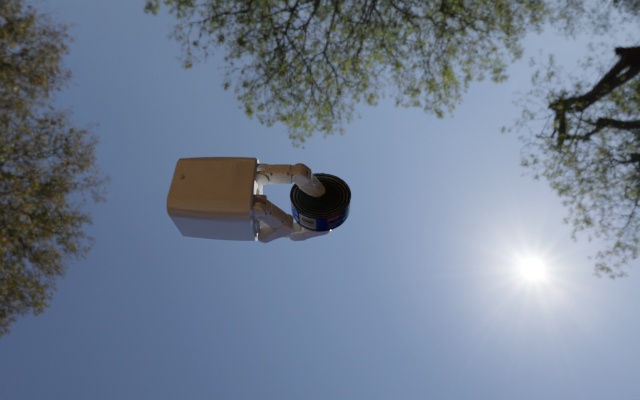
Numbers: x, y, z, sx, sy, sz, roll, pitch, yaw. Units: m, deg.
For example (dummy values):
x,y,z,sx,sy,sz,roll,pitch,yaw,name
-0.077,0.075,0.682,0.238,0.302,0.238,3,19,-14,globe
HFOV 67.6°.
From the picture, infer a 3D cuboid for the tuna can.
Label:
x,y,z,sx,sy,sz,roll,pitch,yaw,name
0.000,0.003,0.676,0.086,0.086,0.034,0,-43,0,tuna can
